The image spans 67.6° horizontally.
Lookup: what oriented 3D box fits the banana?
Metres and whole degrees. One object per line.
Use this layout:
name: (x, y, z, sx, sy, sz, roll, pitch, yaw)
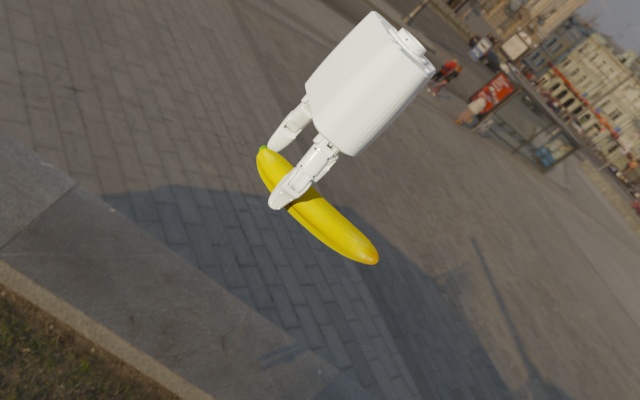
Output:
banana: (-0.010, 0.003, 0.539, 0.037, 0.198, 0.069, -48, -10, 25)
